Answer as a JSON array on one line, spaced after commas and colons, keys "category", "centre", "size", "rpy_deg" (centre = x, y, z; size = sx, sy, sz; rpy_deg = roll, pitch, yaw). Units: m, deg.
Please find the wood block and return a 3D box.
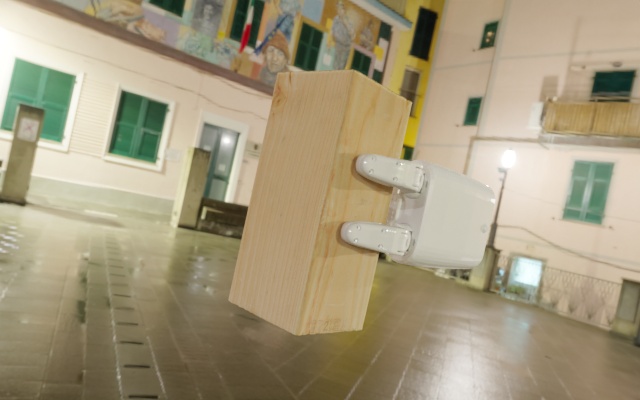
[{"category": "wood block", "centre": [0.000, 0.001, 0.421], "size": [0.091, 0.206, 0.090], "rpy_deg": [12, 0, 43]}]
